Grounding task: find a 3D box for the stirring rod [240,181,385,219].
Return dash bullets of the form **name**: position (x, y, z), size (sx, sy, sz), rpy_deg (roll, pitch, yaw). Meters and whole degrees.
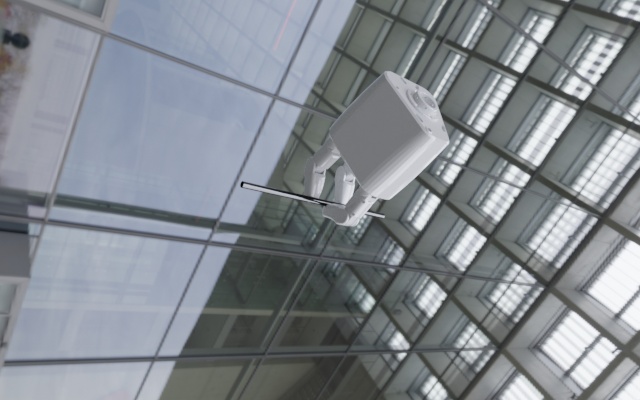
- **stirring rod**: position (0.000, 0.002, 0.636), size (0.239, 0.011, 0.011), rpy_deg (13, -8, -38)
